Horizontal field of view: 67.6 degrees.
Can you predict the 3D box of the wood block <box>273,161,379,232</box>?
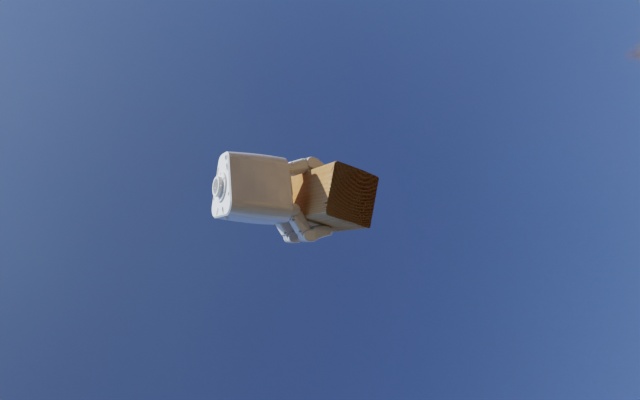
[{"bbox_3d":[0.000,0.002,0.841,0.090,0.090,0.206,18,-15,-28],"label":"wood block"}]
